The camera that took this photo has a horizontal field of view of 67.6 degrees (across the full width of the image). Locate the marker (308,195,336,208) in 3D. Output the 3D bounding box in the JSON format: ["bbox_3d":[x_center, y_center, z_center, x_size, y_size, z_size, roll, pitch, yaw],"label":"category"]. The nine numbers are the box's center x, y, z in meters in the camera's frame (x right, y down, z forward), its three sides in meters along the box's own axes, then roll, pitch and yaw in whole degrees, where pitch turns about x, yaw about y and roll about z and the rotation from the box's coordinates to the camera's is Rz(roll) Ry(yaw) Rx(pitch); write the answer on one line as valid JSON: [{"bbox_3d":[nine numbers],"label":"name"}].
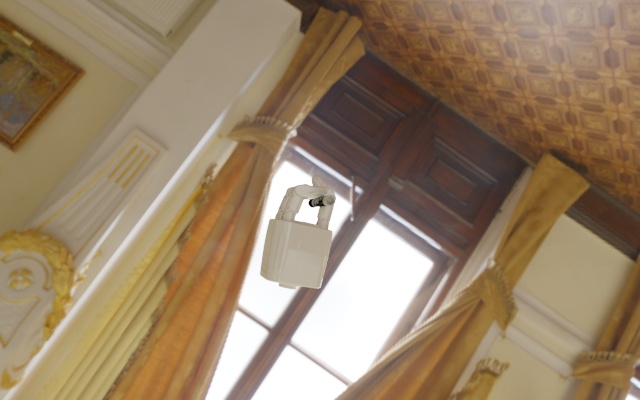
[{"bbox_3d":[0.000,0.003,0.837,0.020,0.020,0.121,0,-3,-16],"label":"marker"}]
